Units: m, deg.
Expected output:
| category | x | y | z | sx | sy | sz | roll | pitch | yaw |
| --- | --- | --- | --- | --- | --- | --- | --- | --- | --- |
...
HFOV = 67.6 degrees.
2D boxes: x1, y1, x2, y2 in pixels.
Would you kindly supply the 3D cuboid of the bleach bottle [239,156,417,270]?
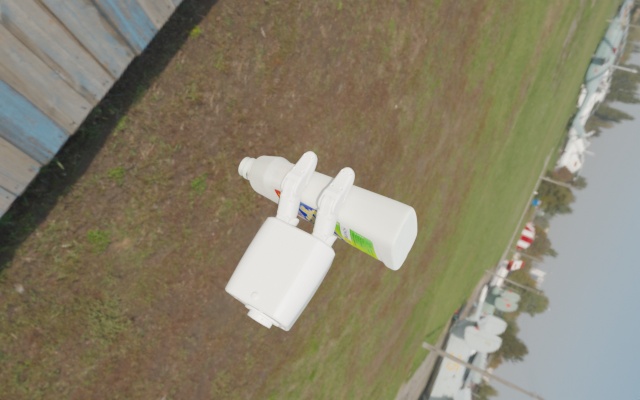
| category | x | y | z | sx | sy | sz | roll | pitch | yaw |
| --- | --- | --- | --- | --- | --- | --- | --- | --- | --- |
| bleach bottle | 0.000 | 0.002 | 0.635 | 0.251 | 0.068 | 0.103 | 24 | -19 | 23 |
